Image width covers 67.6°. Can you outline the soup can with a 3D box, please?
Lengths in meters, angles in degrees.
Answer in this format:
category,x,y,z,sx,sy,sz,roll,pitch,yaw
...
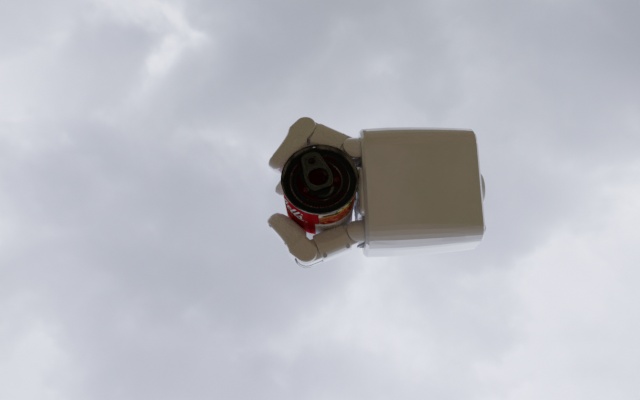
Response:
category,x,y,z,sx,sy,sz,roll,pitch,yaw
soup can,0.000,0.002,0.456,0.068,0.068,0.102,0,-25,1
